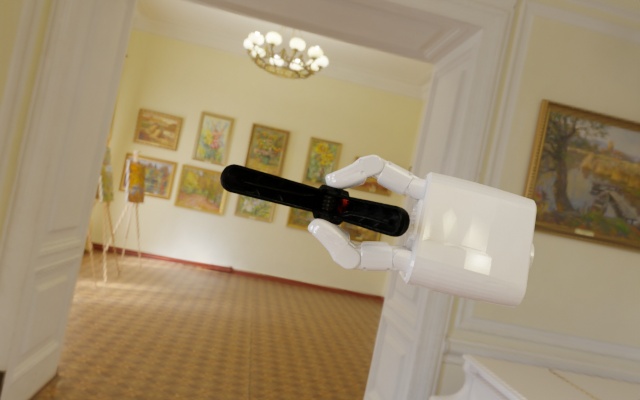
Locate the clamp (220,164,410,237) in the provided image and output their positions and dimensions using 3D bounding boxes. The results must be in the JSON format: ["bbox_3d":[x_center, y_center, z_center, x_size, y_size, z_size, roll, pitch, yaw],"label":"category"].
[{"bbox_3d":[0.001,0.001,0.482,0.164,0.036,0.210,16,0,5],"label":"clamp"}]
